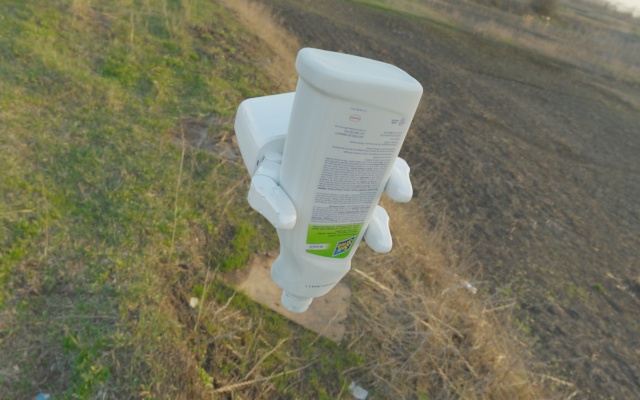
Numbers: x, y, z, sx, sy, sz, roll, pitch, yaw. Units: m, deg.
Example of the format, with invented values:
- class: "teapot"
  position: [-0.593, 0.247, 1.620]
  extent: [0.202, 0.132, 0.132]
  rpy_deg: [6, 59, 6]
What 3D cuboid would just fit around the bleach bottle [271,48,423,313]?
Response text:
- class: "bleach bottle"
  position: [0.000, 0.001, 0.428]
  extent: [0.102, 0.251, 0.068]
  rpy_deg: [2, 33, -26]
